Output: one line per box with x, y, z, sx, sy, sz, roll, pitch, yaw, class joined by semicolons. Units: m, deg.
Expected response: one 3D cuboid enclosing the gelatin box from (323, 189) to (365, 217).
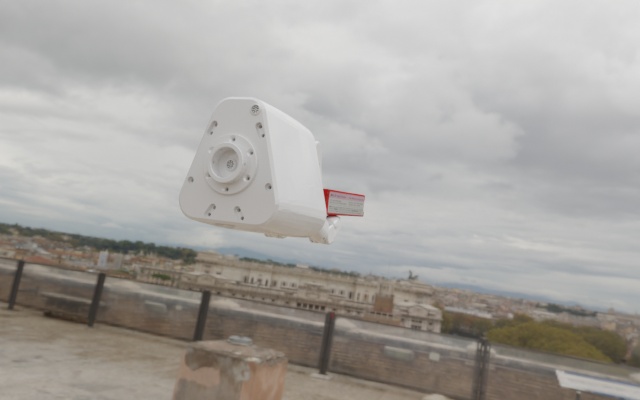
0.000;0.001;0.565;0.073;0.030;0.089;5;0;33;gelatin box
